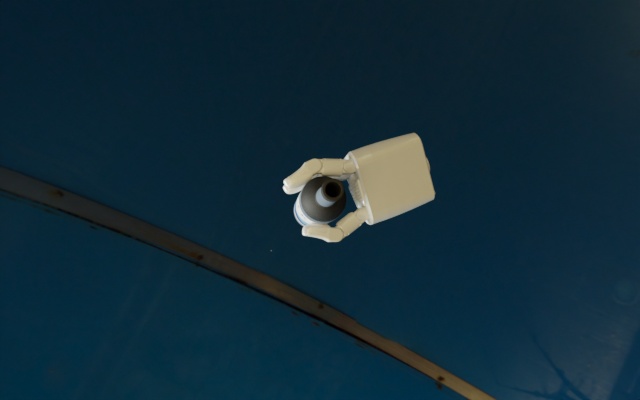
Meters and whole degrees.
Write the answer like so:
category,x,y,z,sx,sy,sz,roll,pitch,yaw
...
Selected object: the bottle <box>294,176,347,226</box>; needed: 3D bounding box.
category,x,y,z,sx,sy,sz,roll,pitch,yaw
bottle,0.000,0.002,0.714,0.069,0.069,0.296,0,-6,-6
